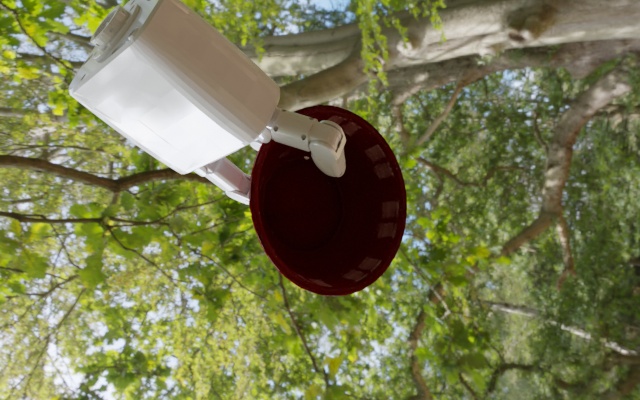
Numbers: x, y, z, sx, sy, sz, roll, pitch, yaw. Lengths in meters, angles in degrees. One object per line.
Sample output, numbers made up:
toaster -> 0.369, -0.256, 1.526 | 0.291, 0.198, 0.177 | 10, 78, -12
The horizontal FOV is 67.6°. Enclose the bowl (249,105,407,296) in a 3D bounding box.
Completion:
bowl -> 0.001, 0.002, 0.424 | 0.162, 0.162, 0.055 | 0, -6, -34
